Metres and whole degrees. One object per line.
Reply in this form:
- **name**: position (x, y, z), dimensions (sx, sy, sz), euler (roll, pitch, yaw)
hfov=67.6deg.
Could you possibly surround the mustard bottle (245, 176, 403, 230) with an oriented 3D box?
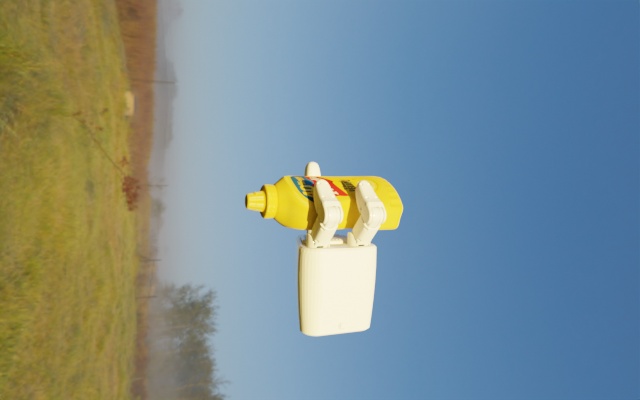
- **mustard bottle**: position (0.000, 0.002, 0.604), dimensions (0.191, 0.058, 0.096), euler (0, 30, -23)
